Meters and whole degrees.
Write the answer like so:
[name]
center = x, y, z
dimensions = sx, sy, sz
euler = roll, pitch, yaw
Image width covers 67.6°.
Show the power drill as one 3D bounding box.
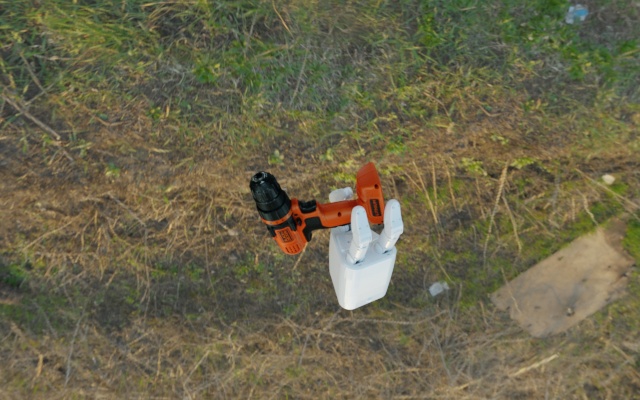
[power drill]
center = 0.001, 0.002, 0.727
dimensions = 0.187, 0.057, 0.185
euler = -14, -38, 5
